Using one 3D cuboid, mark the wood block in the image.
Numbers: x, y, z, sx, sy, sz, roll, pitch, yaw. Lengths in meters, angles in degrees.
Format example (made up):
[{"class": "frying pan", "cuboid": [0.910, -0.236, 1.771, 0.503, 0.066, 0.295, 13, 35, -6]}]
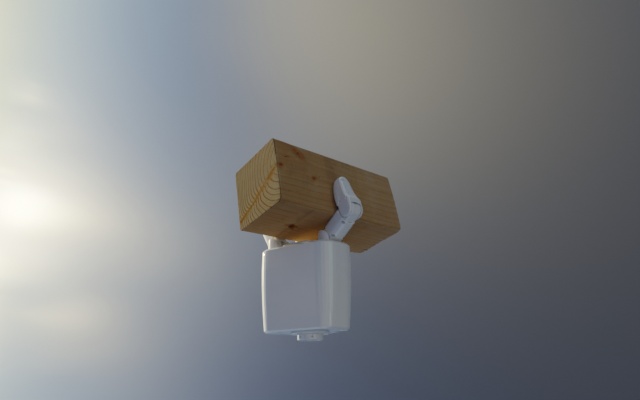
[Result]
[{"class": "wood block", "cuboid": [0.000, 0.002, 0.648, 0.206, 0.090, 0.091, 15, -37, -38]}]
